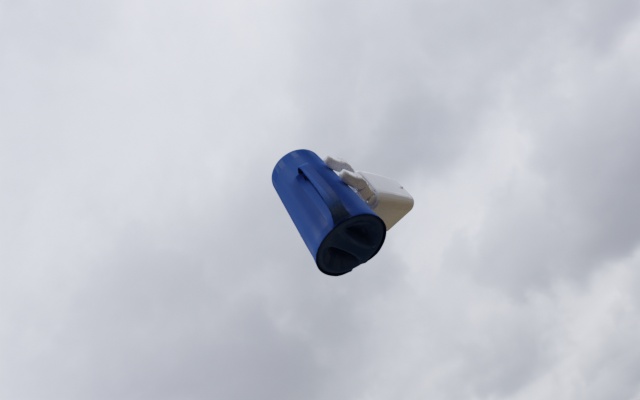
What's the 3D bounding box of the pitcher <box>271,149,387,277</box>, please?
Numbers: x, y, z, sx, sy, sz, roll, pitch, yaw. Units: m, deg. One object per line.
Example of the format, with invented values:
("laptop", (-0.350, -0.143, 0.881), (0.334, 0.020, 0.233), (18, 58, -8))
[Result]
("pitcher", (0.000, 0.003, 0.857), (0.145, 0.149, 0.242), (6, 32, -37))
